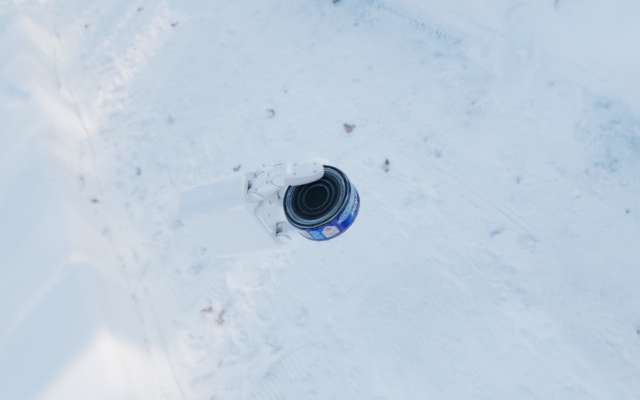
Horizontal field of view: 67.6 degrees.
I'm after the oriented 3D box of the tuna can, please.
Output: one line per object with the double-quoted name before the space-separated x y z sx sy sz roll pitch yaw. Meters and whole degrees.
"tuna can" 0.000 0.002 0.552 0.086 0.086 0.034 0 -29 27
